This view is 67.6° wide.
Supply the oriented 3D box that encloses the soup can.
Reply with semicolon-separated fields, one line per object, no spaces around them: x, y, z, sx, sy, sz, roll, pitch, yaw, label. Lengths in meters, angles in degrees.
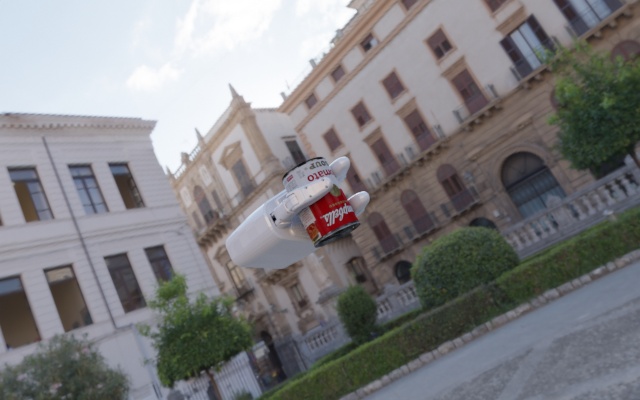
0.000;0.002;0.634;0.068;0.102;0.068;-26;-13;-6;soup can
